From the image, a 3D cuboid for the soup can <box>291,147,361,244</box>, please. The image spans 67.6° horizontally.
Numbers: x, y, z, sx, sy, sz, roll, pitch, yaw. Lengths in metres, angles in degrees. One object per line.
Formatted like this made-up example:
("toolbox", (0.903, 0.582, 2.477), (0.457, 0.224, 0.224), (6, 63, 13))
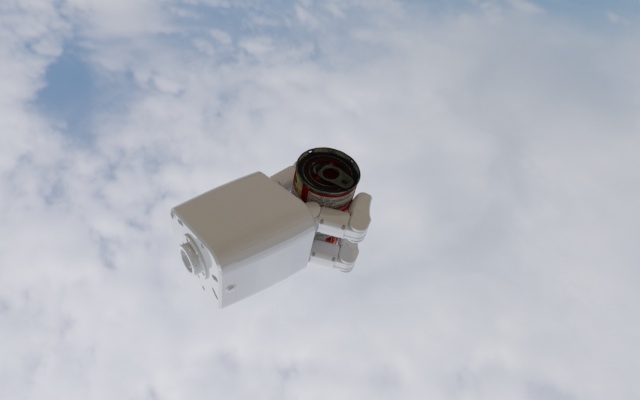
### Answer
("soup can", (0.000, 0.002, 0.526), (0.068, 0.068, 0.102), (0, -42, -13))
